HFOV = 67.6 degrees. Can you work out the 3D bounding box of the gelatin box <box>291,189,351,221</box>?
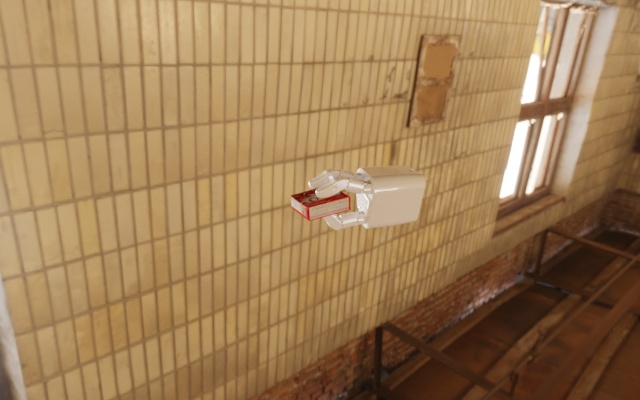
[{"bbox_3d":[0.000,0.003,0.874,0.089,0.030,0.073,-15,25,-24],"label":"gelatin box"}]
